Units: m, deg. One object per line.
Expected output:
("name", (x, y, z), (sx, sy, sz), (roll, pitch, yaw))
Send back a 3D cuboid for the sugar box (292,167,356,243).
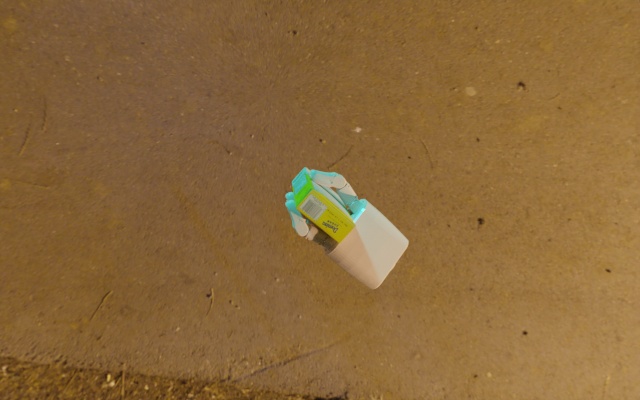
("sugar box", (0.000, 0.003, 0.801), (0.093, 0.048, 0.176), (40, 5, -13))
